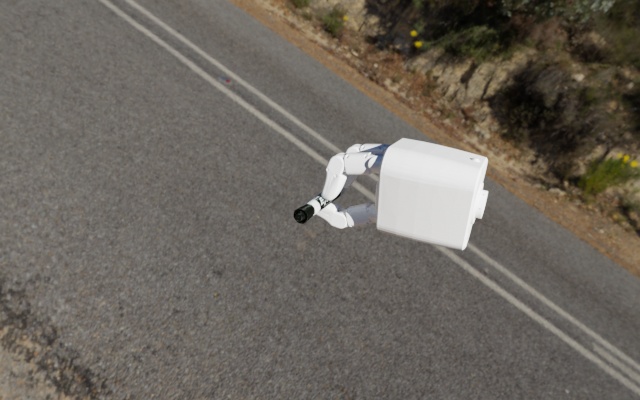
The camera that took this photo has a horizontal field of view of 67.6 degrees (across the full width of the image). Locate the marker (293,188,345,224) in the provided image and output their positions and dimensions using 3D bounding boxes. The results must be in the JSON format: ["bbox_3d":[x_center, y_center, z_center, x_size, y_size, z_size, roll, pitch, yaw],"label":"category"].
[{"bbox_3d":[0.000,0.002,0.591,0.020,0.020,0.121,0,17,26],"label":"marker"}]
